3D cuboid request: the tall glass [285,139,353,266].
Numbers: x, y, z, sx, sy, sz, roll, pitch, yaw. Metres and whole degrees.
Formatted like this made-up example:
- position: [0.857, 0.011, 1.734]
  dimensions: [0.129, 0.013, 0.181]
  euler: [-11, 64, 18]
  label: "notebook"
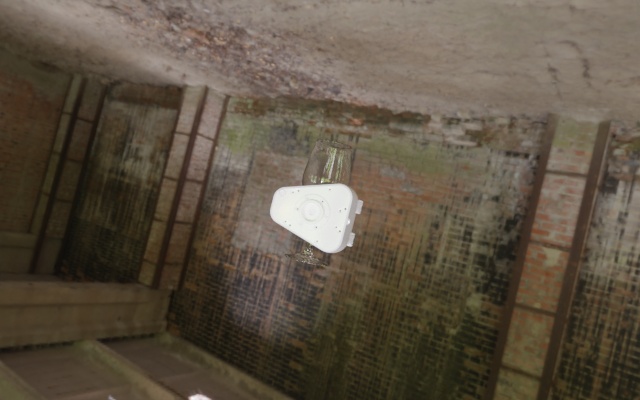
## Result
- position: [0.000, 0.003, 0.792]
  dimensions: [0.079, 0.201, 0.079]
  euler: [14, -2, 0]
  label: "tall glass"
